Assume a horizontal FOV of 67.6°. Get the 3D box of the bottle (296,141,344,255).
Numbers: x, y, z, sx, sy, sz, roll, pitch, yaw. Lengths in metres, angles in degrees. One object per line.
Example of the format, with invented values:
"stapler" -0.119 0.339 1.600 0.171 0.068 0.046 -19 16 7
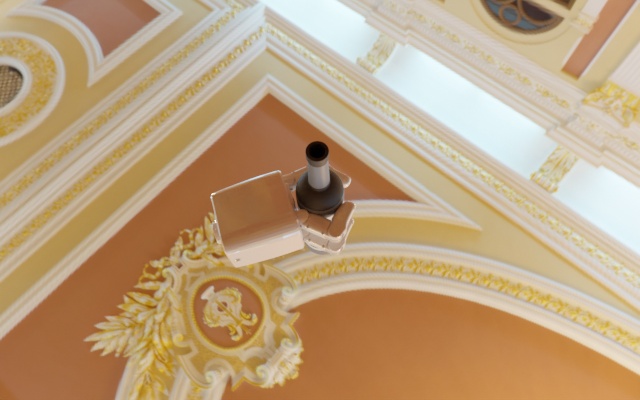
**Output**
"bottle" 0.000 0.002 0.683 0.069 0.069 0.296 0 -24 2
